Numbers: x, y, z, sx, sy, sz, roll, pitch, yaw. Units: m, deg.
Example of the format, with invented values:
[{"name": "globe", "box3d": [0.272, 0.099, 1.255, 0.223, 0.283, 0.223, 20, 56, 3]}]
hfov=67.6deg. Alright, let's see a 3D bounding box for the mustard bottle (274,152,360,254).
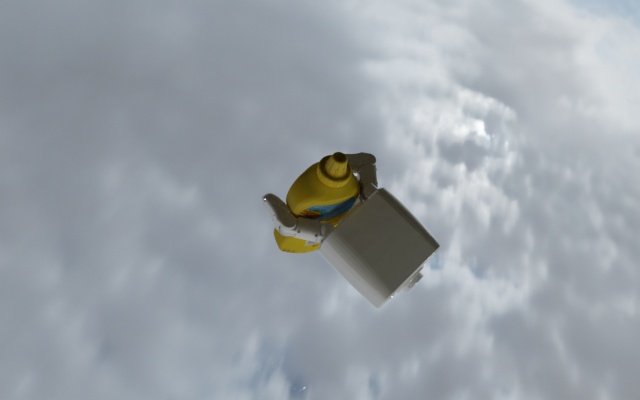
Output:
[{"name": "mustard bottle", "box3d": [0.000, 0.002, 0.623, 0.096, 0.058, 0.192, -11, -28, -22]}]
